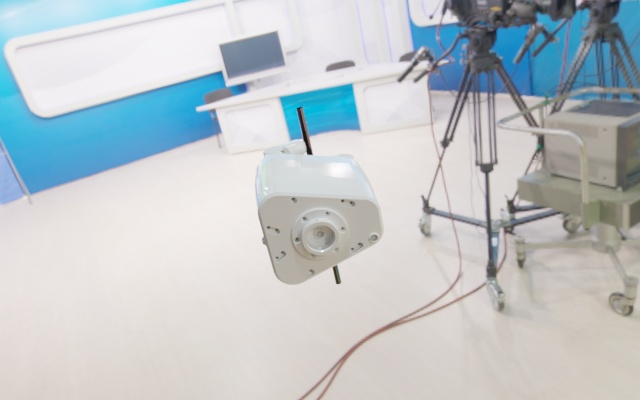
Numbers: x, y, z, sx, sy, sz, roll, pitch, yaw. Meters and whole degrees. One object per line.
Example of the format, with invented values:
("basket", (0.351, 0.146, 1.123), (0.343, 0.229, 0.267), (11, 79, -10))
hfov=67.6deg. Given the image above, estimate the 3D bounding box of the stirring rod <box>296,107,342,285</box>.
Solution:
("stirring rod", (0.000, 0.002, 0.595), (0.011, 0.240, 0.011), (-11, 23, 5))
